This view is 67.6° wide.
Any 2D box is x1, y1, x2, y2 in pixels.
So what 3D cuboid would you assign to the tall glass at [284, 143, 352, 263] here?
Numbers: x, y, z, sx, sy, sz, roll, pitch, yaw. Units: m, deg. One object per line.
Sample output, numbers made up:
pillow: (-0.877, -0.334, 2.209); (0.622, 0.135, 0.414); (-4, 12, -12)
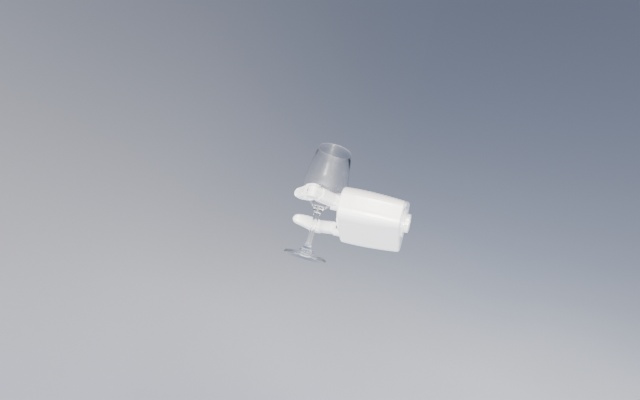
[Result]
tall glass: (0.000, 0.003, 0.833); (0.079, 0.201, 0.079); (15, -15, 4)
